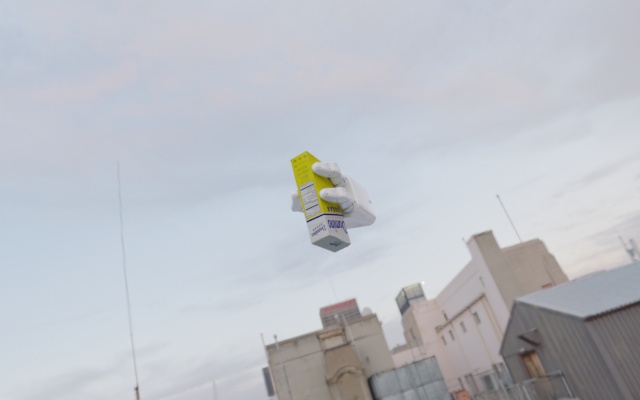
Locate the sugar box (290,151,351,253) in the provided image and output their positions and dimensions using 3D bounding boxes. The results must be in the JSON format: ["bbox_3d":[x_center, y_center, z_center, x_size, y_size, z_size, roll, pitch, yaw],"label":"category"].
[{"bbox_3d":[0.001,0.003,0.890,0.048,0.176,0.093,-28,-26,20],"label":"sugar box"}]
